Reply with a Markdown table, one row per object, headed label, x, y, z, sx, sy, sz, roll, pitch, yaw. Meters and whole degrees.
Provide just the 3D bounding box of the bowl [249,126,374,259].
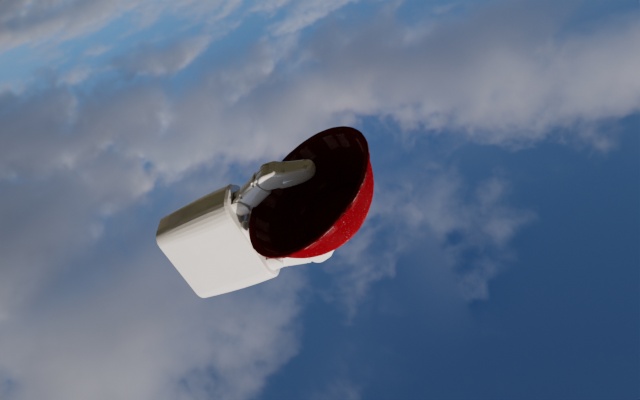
| label | x | y | z | sx | sy | sz | roll | pitch | yaw |
| --- | --- | --- | --- | --- | --- | --- | --- | --- | --- |
| bowl | 0.001 | 0.002 | 0.501 | 0.055 | 0.162 | 0.162 | 40 | -24 | -33 |
